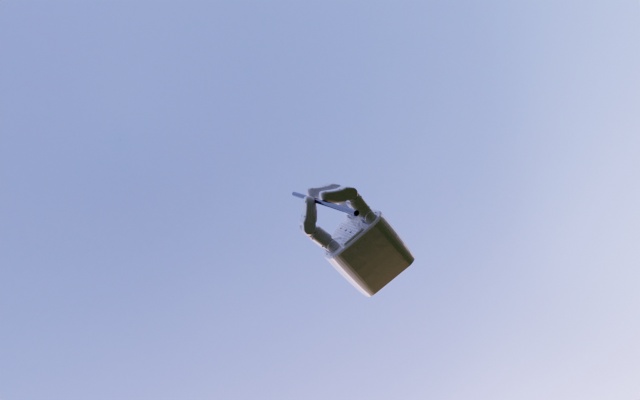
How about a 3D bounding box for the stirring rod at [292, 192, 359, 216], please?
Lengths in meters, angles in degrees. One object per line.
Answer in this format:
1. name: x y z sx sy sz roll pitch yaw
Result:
1. stirring rod: 0.000 0.002 0.724 0.011 0.011 0.239 0 7 -23
